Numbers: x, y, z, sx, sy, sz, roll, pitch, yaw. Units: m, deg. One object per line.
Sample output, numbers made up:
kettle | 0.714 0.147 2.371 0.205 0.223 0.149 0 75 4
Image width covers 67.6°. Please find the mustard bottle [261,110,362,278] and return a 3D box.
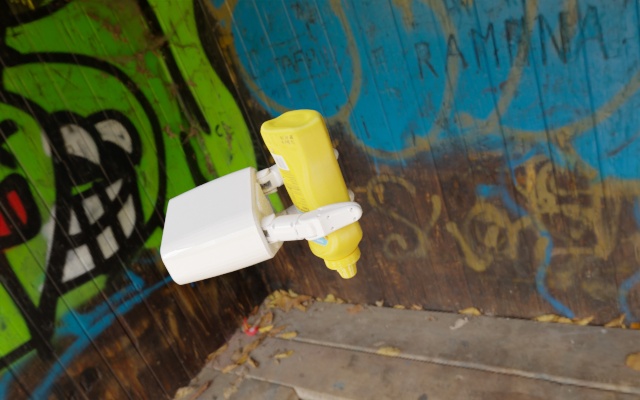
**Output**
mustard bottle | 0.000 0.001 0.511 0.058 0.192 0.096 -28 22 -18
